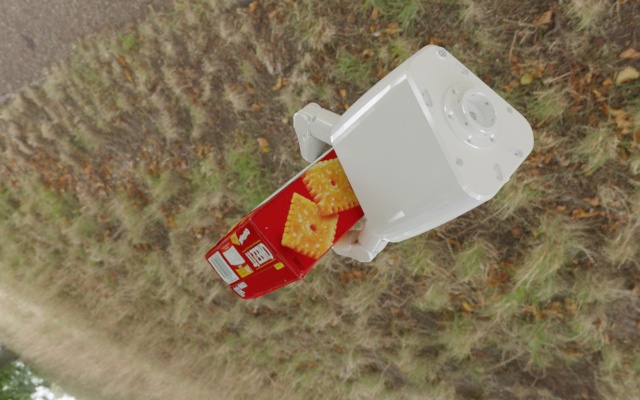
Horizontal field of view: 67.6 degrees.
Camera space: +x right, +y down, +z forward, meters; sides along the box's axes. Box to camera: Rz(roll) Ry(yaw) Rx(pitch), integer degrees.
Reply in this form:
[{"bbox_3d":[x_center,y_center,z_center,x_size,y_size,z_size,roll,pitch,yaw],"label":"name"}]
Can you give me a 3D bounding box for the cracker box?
[{"bbox_3d":[0.000,0.002,0.485,0.213,0.072,0.164,-41,3,-31],"label":"cracker box"}]
